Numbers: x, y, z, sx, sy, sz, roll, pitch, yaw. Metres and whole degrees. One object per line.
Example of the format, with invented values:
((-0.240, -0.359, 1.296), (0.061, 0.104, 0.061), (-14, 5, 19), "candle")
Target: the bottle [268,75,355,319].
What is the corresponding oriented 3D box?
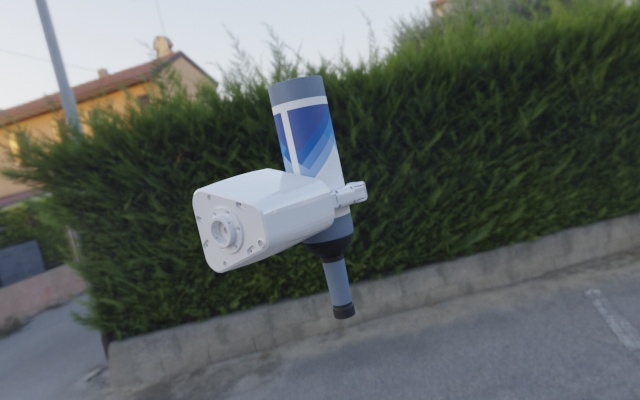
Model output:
((0.000, 0.002, 0.587), (0.069, 0.296, 0.069), (-12, 6, 1), "bottle")
